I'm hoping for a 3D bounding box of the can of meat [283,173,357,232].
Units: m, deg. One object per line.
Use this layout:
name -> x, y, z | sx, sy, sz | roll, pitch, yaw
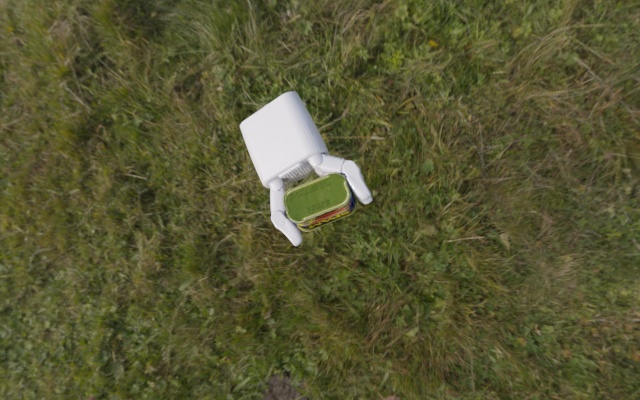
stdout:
can of meat -> 0.000, 0.002, 0.711 | 0.102, 0.057, 0.084 | -22, -12, 4
